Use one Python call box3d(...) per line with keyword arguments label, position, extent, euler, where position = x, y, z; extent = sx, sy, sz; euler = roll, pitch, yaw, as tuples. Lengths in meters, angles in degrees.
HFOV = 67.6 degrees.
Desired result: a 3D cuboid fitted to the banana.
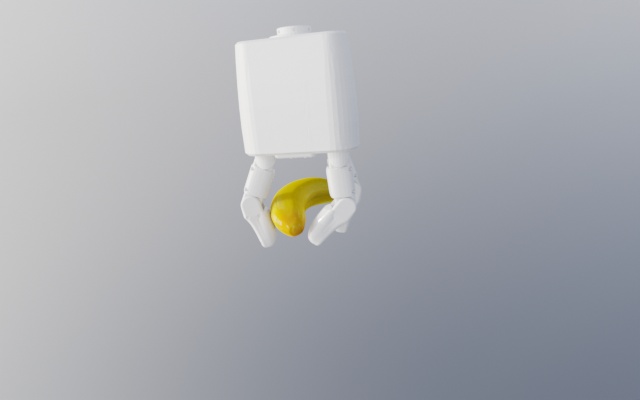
box3d(label="banana", position=(-0.016, 0.000, 0.541), extent=(0.069, 0.037, 0.197), euler=(4, 14, 22))
